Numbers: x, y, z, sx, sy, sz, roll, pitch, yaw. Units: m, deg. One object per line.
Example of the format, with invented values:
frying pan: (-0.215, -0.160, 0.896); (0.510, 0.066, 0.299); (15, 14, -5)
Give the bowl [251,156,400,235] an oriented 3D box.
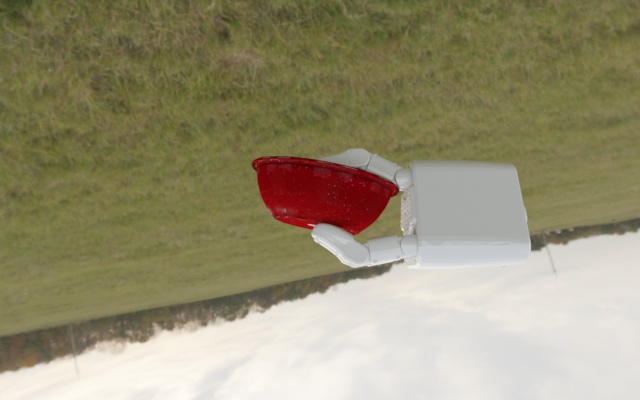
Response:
bowl: (-0.001, 0.002, 0.513); (0.162, 0.055, 0.162); (11, -9, 2)
